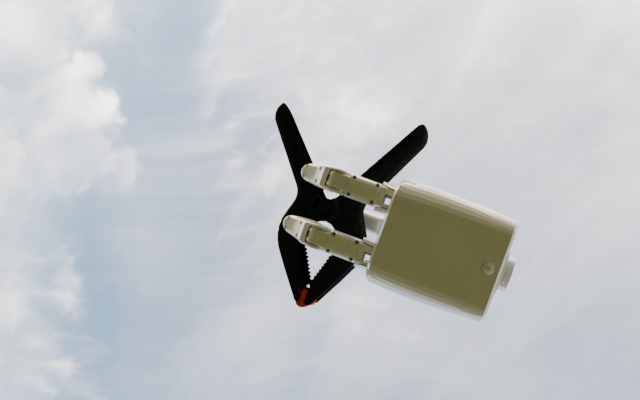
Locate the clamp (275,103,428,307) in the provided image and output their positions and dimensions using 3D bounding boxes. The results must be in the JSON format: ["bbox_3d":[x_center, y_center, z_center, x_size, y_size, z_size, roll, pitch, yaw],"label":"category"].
[{"bbox_3d":[0.000,0.002,0.492,0.164,0.210,0.036,20,1,21],"label":"clamp"}]
